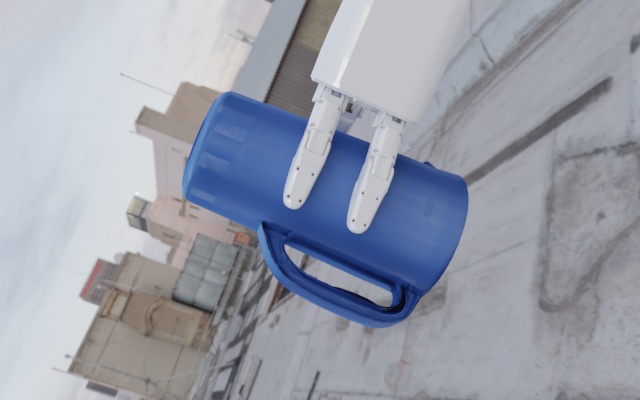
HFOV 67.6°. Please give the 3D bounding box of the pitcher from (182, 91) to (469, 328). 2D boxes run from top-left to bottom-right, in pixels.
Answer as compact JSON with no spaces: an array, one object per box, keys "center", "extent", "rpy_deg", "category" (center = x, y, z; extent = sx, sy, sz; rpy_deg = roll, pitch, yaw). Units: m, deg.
[{"center":[0.000,0.001,0.445],"extent":[0.243,0.145,0.149],"rpy_deg":[22,14,-8],"category":"pitcher"}]
